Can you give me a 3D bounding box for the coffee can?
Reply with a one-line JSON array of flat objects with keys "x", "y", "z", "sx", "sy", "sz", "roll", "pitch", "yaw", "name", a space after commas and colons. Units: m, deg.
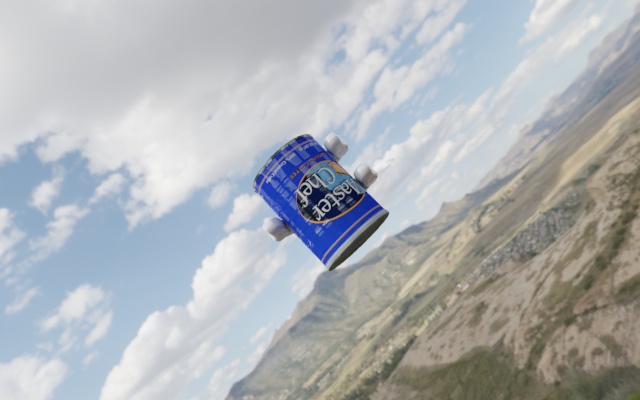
[{"x": 0.000, "y": 0.002, "z": 0.593, "sx": 0.103, "sy": 0.140, "sz": 0.103, "roll": -41, "pitch": -13, "yaw": -11, "name": "coffee can"}]
